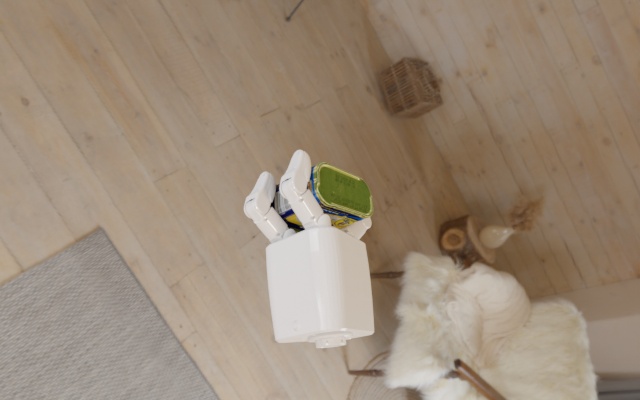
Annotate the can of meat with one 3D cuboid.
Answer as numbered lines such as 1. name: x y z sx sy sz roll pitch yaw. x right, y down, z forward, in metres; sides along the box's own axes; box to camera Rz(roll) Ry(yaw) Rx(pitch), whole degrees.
1. can of meat: 0.000 0.002 0.565 0.084 0.057 0.102 -24 -29 38
